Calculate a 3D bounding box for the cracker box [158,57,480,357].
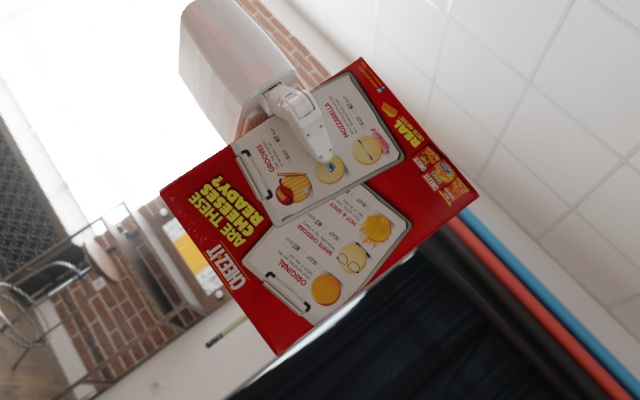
[{"bbox_3d":[0.000,0.001,0.421,0.213,0.164,0.072,-36,-9,-11],"label":"cracker box"}]
